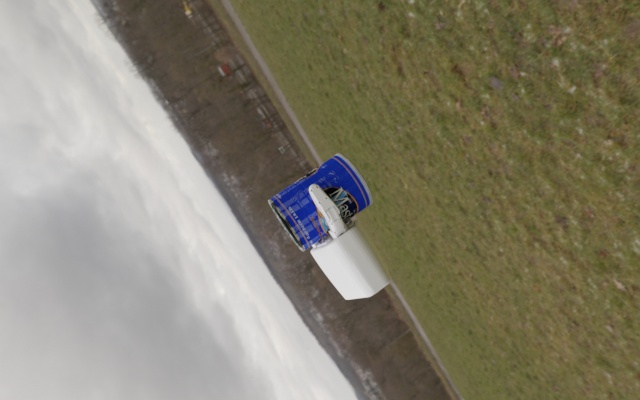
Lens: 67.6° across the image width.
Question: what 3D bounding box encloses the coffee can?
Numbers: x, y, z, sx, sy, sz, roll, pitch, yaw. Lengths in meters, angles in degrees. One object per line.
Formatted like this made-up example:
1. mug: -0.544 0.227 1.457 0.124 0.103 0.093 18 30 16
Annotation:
1. coffee can: 0.000 0.002 0.784 0.140 0.103 0.103 -34 6 -10
